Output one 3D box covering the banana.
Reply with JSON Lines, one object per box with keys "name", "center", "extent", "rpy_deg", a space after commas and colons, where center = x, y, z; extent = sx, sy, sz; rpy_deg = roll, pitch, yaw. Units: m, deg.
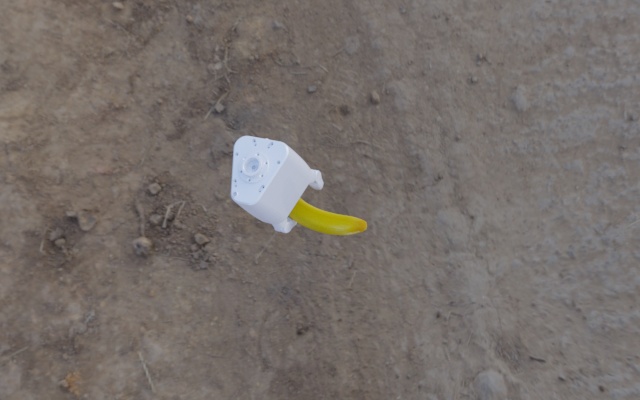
{"name": "banana", "center": [-0.014, 0.015, 0.833], "extent": [0.197, 0.069, 0.037], "rpy_deg": [34, -10, 25]}
